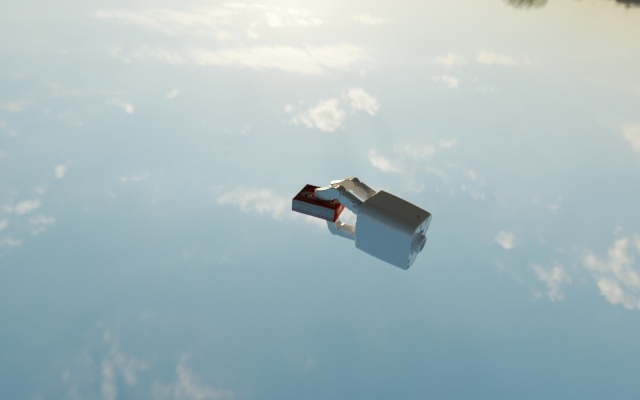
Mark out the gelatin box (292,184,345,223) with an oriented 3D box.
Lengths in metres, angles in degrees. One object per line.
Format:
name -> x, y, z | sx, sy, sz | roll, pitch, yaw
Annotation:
gelatin box -> 0.000, 0.003, 0.898 | 0.089, 0.030, 0.073 | 14, 29, 15
